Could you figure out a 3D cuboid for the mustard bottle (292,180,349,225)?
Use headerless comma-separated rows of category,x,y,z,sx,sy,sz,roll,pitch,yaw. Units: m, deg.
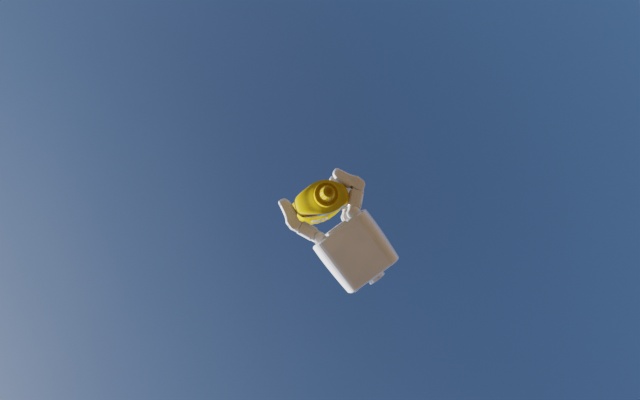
mustard bottle,0.000,0.003,0.852,0.096,0.058,0.192,-12,-8,-10
